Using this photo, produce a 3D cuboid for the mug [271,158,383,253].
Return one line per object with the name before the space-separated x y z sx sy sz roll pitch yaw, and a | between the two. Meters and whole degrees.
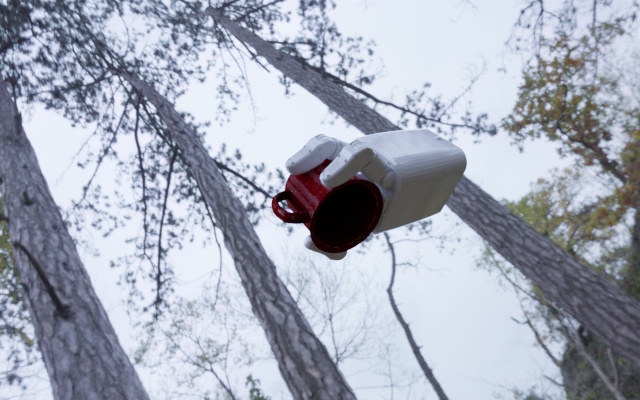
mug | -0.001 0.002 0.540 0.117 0.093 0.081 -12 35 -27
